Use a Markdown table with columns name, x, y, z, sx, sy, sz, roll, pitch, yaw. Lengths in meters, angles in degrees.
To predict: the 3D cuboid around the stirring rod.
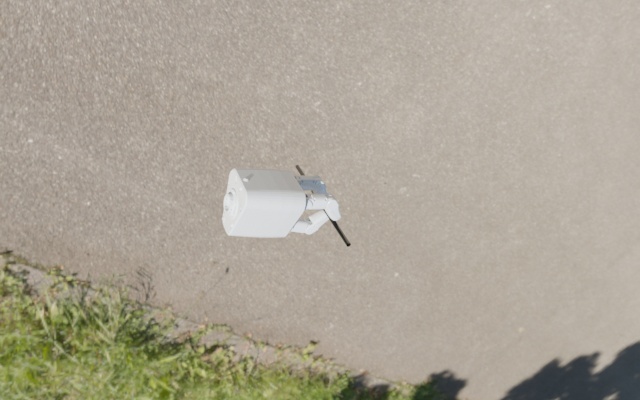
| name | x | y | z | sx | sy | sz | roll | pitch | yaw |
| --- | --- | --- | --- | --- | --- | --- | --- | --- | --- |
| stirring rod | 0.000 | 0.003 | 0.889 | 0.011 | 0.011 | 0.239 | 0 | 37 | -30 |
